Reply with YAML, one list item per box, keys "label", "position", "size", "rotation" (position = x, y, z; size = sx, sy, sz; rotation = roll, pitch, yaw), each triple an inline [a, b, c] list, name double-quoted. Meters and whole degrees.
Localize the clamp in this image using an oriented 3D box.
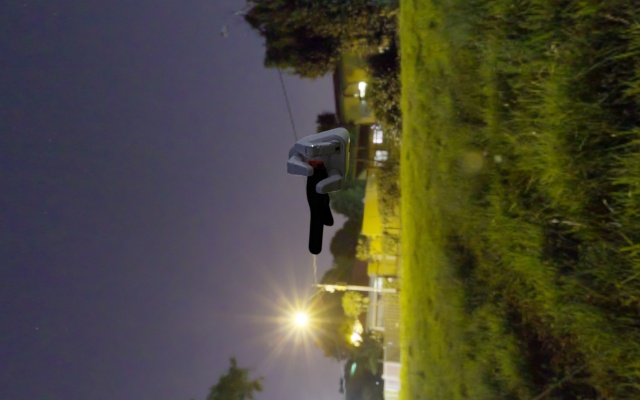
- label: "clamp"
  position: [0.000, 0.003, 0.899]
  size: [0.039, 0.171, 0.120]
  rotation: [3, 19, 9]
